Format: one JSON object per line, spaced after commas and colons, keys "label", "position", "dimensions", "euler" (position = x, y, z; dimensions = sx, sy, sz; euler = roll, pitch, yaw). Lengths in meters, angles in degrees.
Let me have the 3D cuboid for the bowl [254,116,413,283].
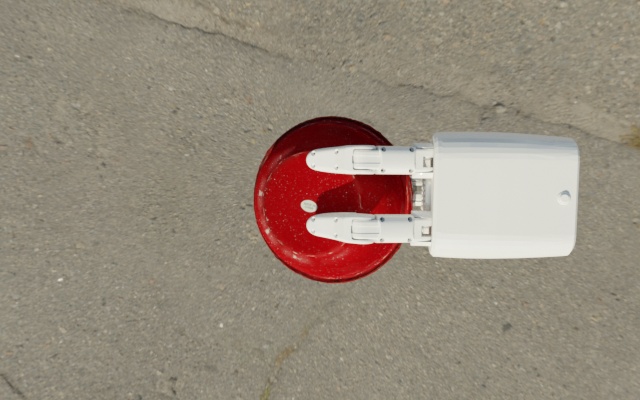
{"label": "bowl", "position": [-0.001, 0.002, 0.437], "dimensions": [0.162, 0.162, 0.055], "euler": [0, 3, 19]}
